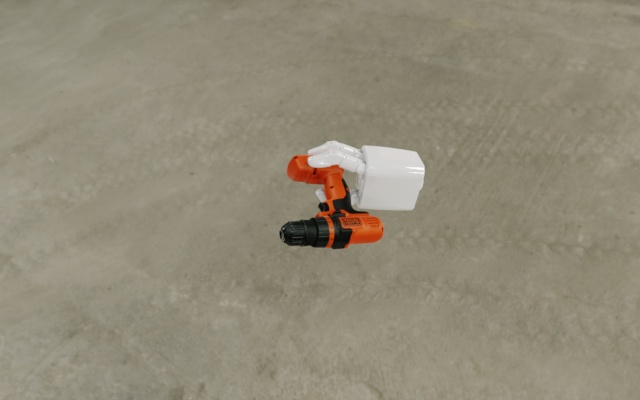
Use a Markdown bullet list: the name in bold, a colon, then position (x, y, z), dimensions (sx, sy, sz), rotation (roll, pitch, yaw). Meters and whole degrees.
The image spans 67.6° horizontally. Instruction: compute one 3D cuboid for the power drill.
- **power drill**: position (0.000, 0.002, 0.832), dimensions (0.184, 0.187, 0.057), rotation (0, -41, -26)
